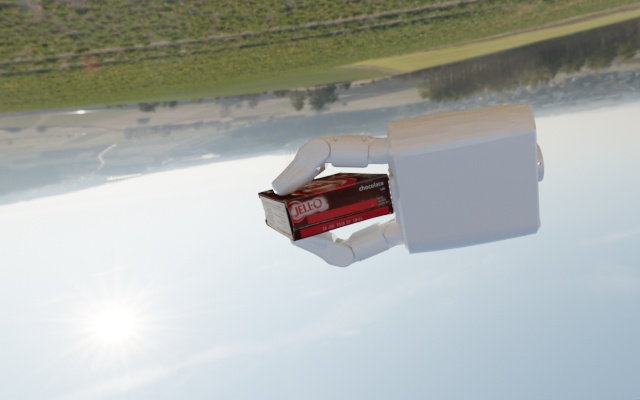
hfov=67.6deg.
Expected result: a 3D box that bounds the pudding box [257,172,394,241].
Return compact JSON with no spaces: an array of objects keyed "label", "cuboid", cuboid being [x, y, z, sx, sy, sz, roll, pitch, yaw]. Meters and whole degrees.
[{"label":"pudding box","cuboid":[0.000,0.002,0.425,0.090,0.039,0.113,-14,6,-17]}]
